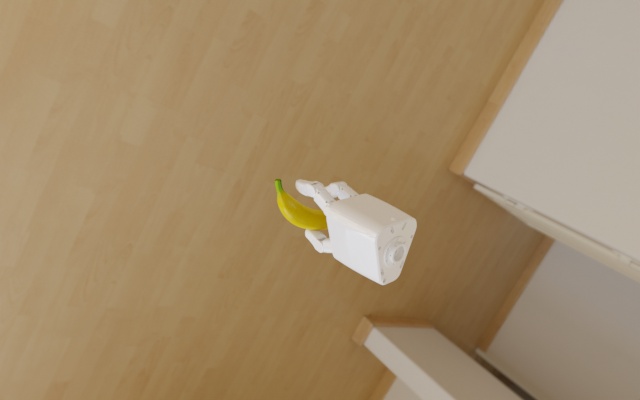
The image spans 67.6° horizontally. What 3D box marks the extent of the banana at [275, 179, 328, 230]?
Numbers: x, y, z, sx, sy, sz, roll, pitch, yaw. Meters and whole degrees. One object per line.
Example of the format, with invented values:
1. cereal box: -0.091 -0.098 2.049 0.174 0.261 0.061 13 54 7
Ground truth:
1. banana: -0.008 0.020 0.850 0.198 0.069 0.037 19 0 -44
